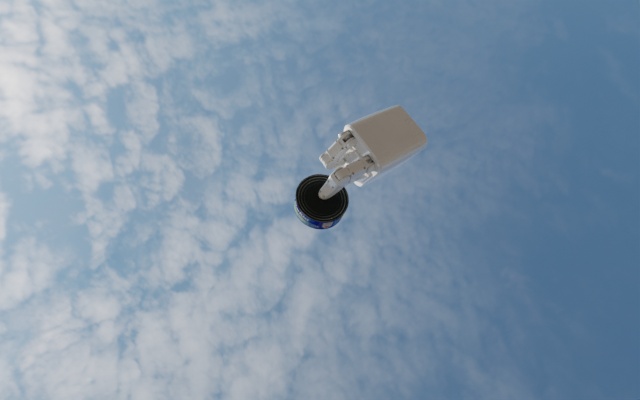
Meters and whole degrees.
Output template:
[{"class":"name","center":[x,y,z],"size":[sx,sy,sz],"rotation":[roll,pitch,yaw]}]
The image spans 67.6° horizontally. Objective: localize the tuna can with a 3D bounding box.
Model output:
[{"class":"tuna can","center":[0.000,0.003,0.766],"size":[0.086,0.086,0.034],"rotation":[0,-27,-12]}]
